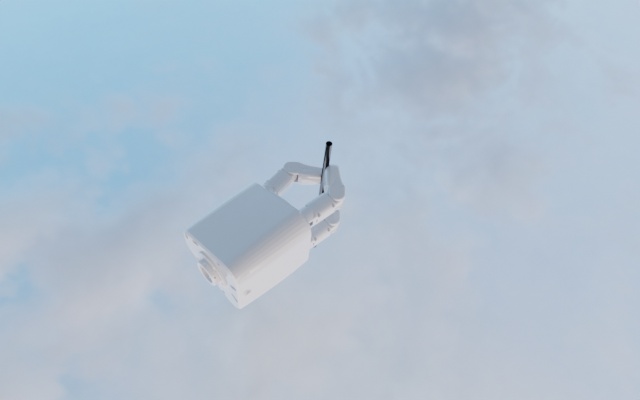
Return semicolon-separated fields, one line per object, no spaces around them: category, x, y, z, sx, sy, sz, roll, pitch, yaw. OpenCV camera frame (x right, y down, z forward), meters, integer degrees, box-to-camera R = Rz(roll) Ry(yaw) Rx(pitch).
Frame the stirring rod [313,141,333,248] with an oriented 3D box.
stirring rod;0.000;0.002;0.658;0.011;0.011;0.240;0;-35;-6
